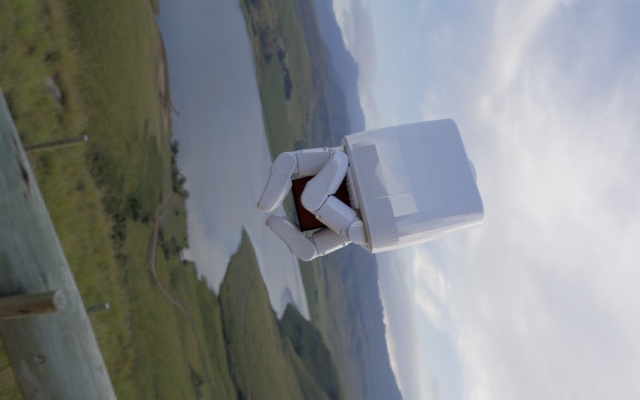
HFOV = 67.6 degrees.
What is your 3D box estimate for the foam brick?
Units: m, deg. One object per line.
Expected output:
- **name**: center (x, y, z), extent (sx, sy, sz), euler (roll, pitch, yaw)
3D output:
- **foam brick**: center (0.000, 0.002, 0.488), extent (0.051, 0.053, 0.078), euler (-13, -1, -2)
